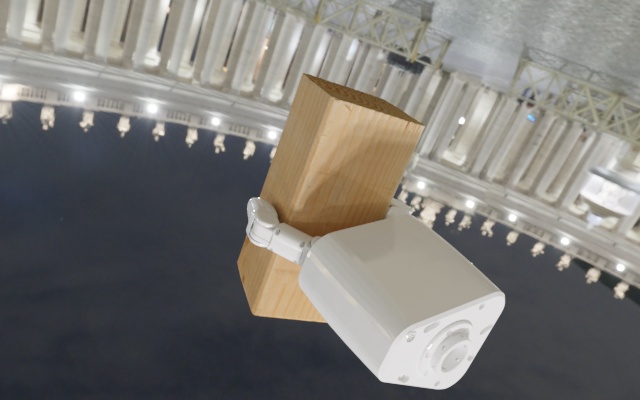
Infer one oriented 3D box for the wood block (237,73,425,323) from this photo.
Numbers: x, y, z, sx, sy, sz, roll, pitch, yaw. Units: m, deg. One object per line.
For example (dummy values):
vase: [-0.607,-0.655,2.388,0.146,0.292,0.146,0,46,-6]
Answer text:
wood block: [0.000,0.002,0.445,0.091,0.206,0.090,12,22,-25]
